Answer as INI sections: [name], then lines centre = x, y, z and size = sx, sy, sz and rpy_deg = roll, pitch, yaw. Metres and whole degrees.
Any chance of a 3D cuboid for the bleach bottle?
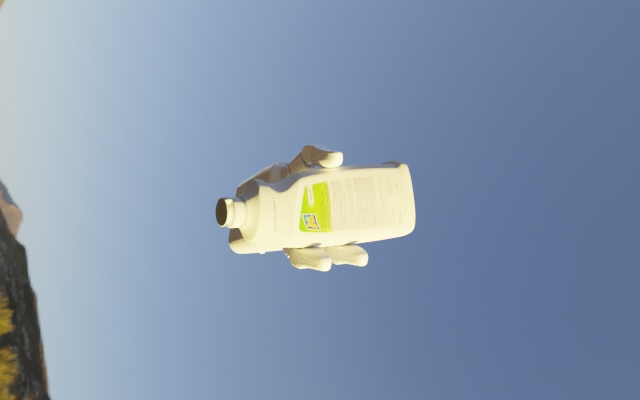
[bleach bottle]
centre = 0.000, 0.002, 0.551
size = 0.251, 0.102, 0.068
rpy_deg = -1, -10, -37
